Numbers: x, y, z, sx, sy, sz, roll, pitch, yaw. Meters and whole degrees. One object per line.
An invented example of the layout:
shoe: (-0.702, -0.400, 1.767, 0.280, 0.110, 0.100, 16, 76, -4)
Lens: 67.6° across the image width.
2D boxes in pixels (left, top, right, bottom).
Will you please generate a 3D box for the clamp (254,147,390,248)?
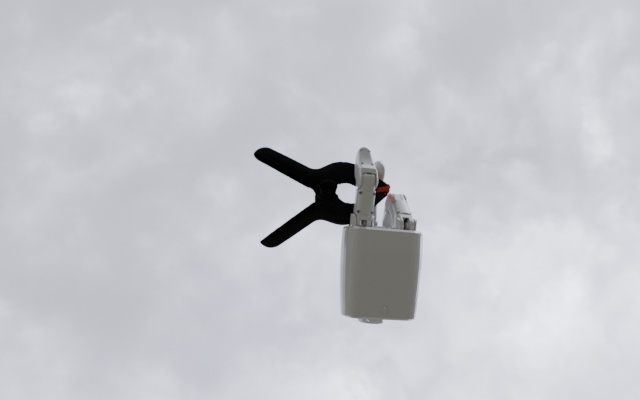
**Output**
clamp: (0.000, 0.002, 0.583, 0.171, 0.120, 0.039, 5, -6, -10)
